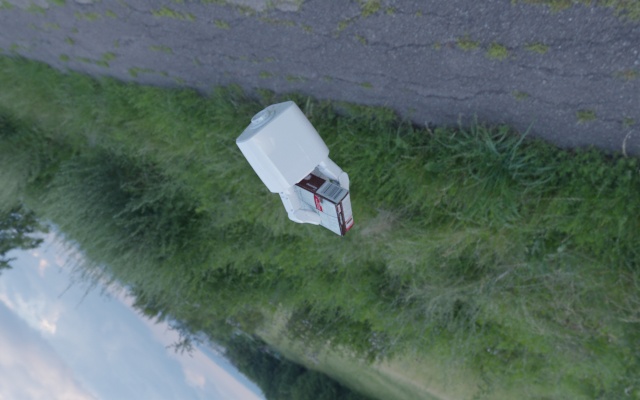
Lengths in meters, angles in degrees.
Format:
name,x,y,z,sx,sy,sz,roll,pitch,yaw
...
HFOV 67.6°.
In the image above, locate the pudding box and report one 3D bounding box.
name,x,y,z,sx,sy,sz,roll,pitch,yaw
pudding box,0.000,0.003,0.831,0.113,0.039,0.090,28,-30,31
